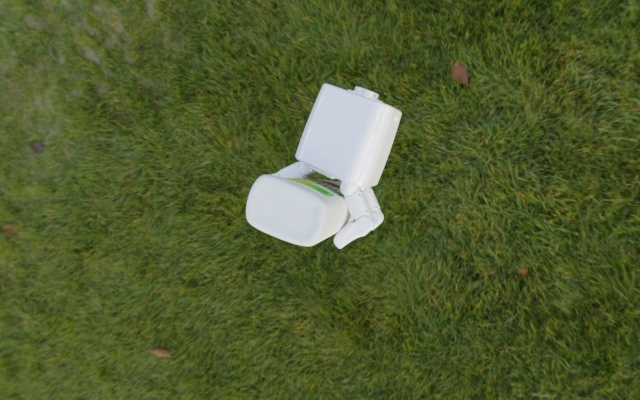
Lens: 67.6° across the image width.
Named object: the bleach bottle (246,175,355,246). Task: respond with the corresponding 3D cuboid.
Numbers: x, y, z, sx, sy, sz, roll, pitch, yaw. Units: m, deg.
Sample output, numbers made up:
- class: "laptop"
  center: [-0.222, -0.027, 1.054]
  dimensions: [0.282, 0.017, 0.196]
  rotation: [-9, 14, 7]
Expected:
- class: "bleach bottle"
  center: [0.000, 0.002, 0.658]
  dimensions: [0.102, 0.068, 0.251]
  rotation: [22, 12, 15]
